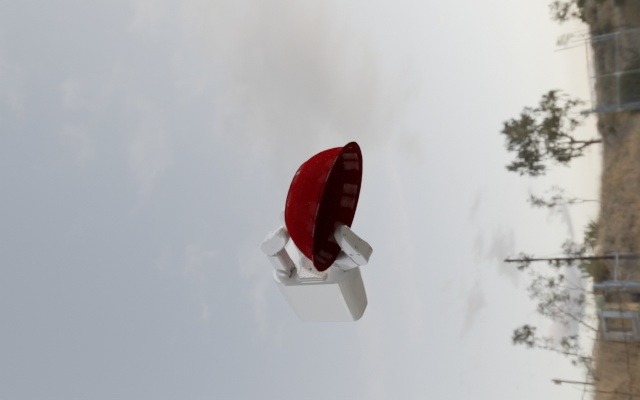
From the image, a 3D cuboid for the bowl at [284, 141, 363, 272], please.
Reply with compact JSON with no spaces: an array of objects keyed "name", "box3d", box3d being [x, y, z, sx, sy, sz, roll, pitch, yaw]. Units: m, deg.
[{"name":"bowl","box3d":[0.000,0.001,0.583,0.055,0.162,0.162,15,5,18]}]
